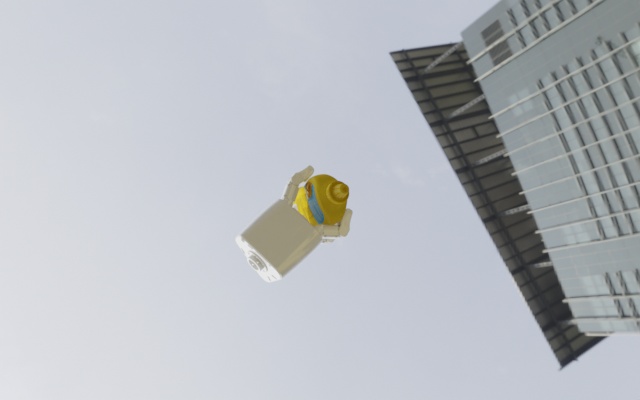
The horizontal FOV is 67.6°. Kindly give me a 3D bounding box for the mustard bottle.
[{"bbox_3d":[0.000,0.003,0.890,0.058,0.096,0.192,-14,-7,-28],"label":"mustard bottle"}]
